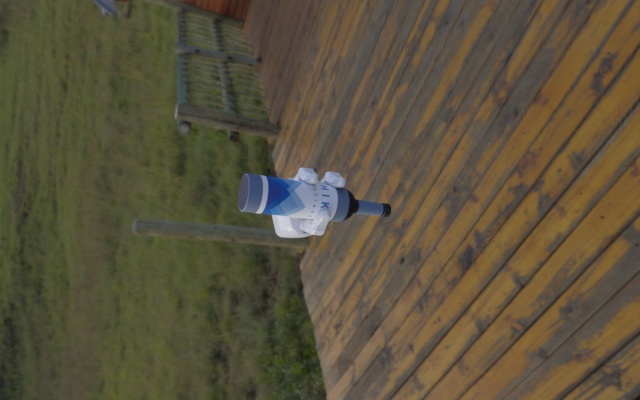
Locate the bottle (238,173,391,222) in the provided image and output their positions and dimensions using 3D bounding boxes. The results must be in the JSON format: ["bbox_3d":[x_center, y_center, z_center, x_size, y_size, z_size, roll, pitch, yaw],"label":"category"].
[{"bbox_3d":[0.000,0.003,0.884,0.296,0.069,0.069,7,-3,-24],"label":"bottle"}]
